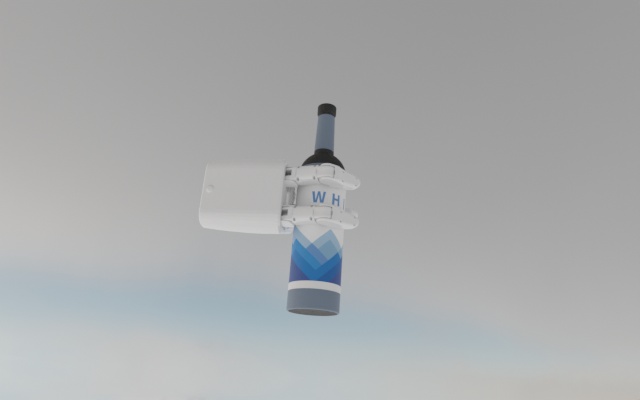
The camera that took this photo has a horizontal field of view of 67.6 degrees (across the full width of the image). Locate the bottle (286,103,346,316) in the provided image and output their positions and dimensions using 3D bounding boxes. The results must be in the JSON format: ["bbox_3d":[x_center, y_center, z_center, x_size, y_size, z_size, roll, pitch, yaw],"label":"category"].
[{"bbox_3d":[0.000,0.002,0.646,0.069,0.295,0.069,4,-20,1],"label":"bottle"}]
